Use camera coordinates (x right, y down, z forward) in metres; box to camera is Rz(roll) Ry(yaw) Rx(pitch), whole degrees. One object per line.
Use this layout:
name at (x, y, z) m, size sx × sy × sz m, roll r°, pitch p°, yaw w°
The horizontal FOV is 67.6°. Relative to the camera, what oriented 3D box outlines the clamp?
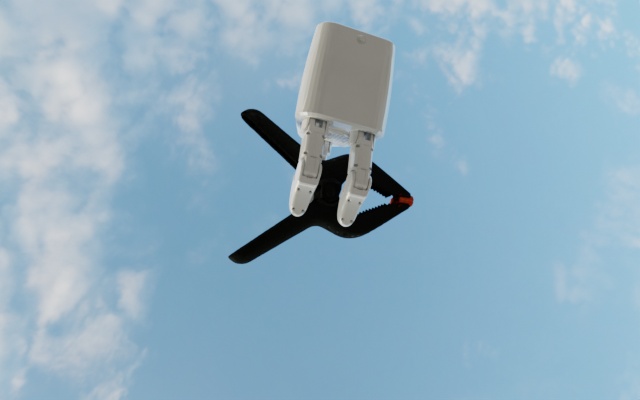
clamp at (0.000, 0.002, 0.529) m, size 0.210 × 0.164 × 0.036 m, roll 12°, pitch -5°, yaw -15°
